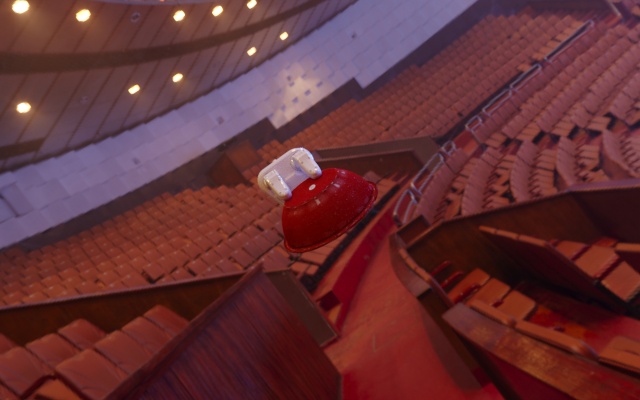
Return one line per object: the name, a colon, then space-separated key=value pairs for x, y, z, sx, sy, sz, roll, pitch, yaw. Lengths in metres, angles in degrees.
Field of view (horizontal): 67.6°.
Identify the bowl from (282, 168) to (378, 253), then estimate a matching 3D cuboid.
bowl: x=0.000 y=0.002 z=0.686 sx=0.162 sy=0.055 sz=0.162 roll=-30 pitch=21 yaw=13
